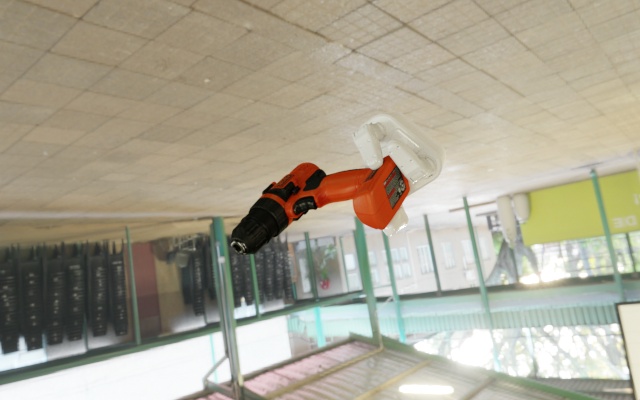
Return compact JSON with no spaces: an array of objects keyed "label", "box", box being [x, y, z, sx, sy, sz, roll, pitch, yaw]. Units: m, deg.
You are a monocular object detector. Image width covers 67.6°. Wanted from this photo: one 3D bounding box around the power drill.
[{"label":"power drill","box":[0.001,0.002,0.582,0.187,0.057,0.184,-4,31,35]}]
